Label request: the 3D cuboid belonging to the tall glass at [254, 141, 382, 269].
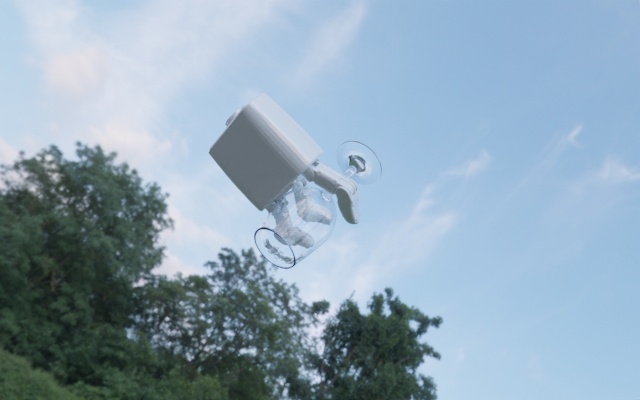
[{"bbox_3d":[0.001,0.002,0.624,0.079,0.079,0.201,0,34,41],"label":"tall glass"}]
